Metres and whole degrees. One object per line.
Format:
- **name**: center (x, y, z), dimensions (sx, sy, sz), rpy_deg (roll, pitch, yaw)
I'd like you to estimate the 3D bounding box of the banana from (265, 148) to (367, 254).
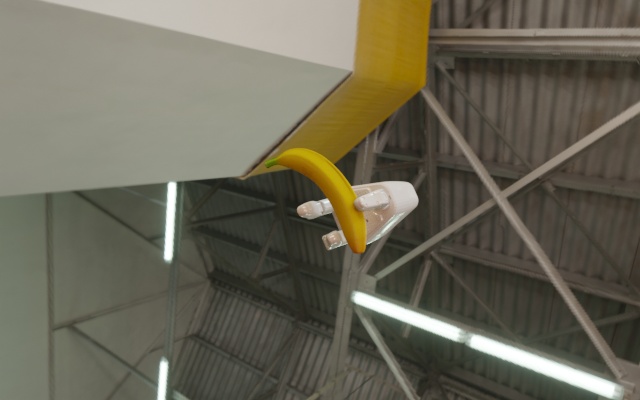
- **banana**: center (0.008, -0.014, 0.677), dimensions (0.197, 0.070, 0.037), rpy_deg (44, 23, 18)
